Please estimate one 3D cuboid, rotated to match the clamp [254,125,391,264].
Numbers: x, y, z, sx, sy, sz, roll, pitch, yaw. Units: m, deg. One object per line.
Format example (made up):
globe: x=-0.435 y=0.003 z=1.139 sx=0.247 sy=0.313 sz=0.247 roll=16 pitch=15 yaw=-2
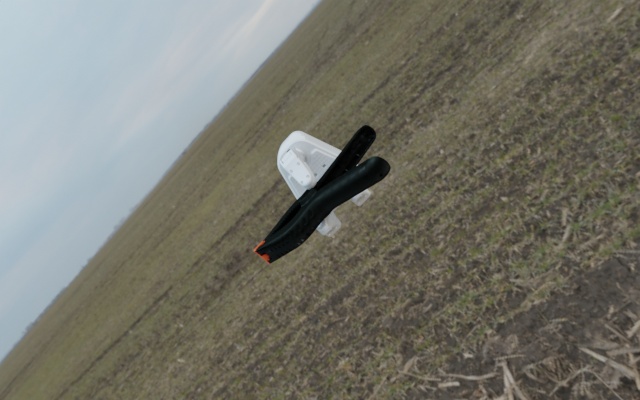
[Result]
clamp: x=-0.001 y=0.002 z=0.559 sx=0.036 sy=0.210 sz=0.164 roll=42 pitch=9 yaw=-13
